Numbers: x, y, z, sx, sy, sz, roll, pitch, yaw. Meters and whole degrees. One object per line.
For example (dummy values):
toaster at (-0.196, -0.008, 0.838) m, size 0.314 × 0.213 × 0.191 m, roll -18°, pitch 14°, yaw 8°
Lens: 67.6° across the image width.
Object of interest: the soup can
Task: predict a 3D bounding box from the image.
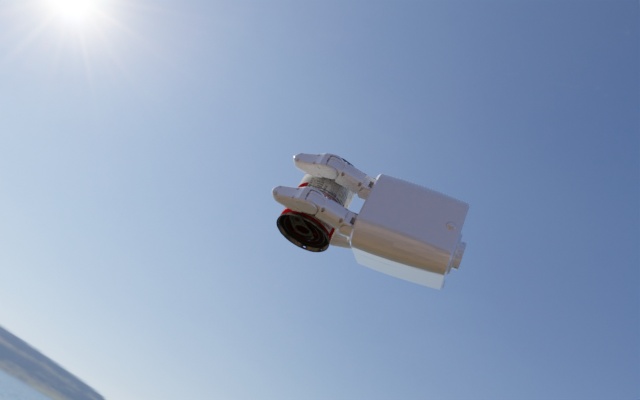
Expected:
soup can at (0.000, 0.002, 0.578) m, size 0.068 × 0.102 × 0.069 m, roll 20°, pitch -33°, yaw 14°
